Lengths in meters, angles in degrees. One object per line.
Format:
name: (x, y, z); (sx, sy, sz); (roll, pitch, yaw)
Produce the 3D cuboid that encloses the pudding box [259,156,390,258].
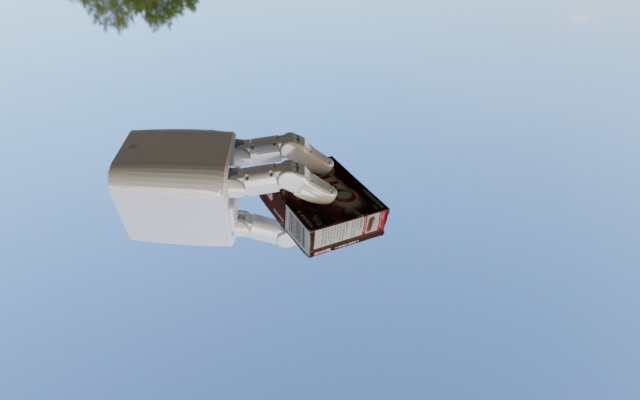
pudding box: (0.000, 0.002, 0.484); (0.090, 0.039, 0.113); (-15, 42, -27)
